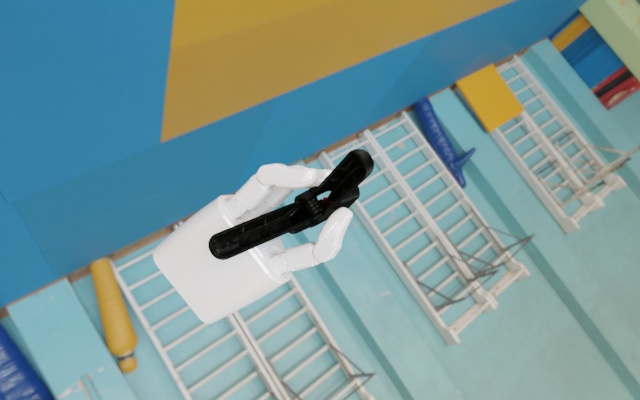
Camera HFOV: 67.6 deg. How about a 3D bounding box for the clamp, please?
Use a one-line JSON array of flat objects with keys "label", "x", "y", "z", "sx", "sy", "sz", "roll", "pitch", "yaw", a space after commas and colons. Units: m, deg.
[{"label": "clamp", "x": 0.000, "y": 0.002, "z": 0.492, "sx": 0.164, "sy": 0.036, "sz": 0.210, "roll": -31, "pitch": -8, "yaw": 18}]
